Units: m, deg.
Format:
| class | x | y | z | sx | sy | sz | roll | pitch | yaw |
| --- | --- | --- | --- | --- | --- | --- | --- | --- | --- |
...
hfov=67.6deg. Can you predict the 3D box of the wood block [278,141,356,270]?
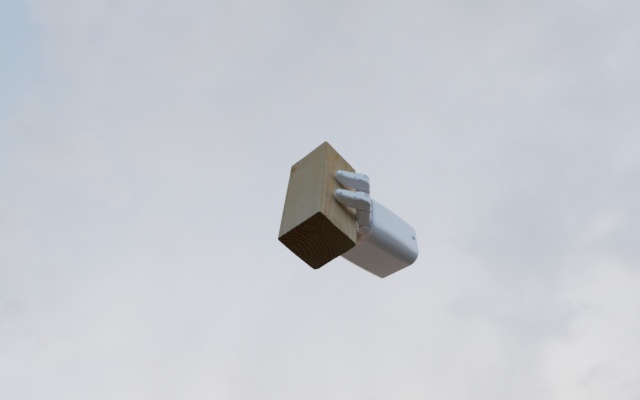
| class | x | y | z | sx | sy | sz | roll | pitch | yaw |
| --- | --- | --- | --- | --- | --- | --- | --- | --- | --- |
| wood block | 0.000 | 0.003 | 0.813 | 0.091 | 0.090 | 0.206 | -35 | 27 | 26 |
